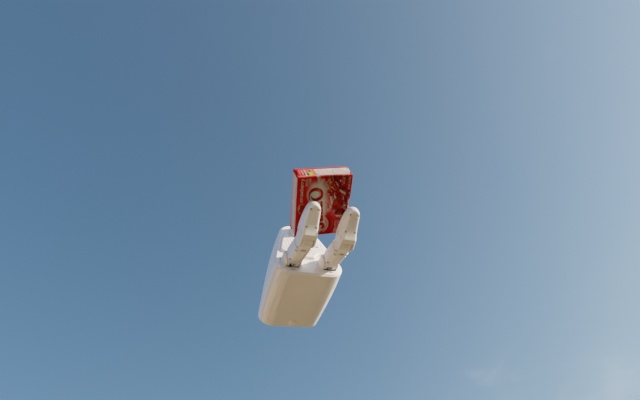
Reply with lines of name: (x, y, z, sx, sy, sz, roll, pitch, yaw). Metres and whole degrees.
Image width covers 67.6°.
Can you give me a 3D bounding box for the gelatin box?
gelatin box: (0.000, 0.002, 0.621, 0.073, 0.089, 0.030, -4, 29, -16)
